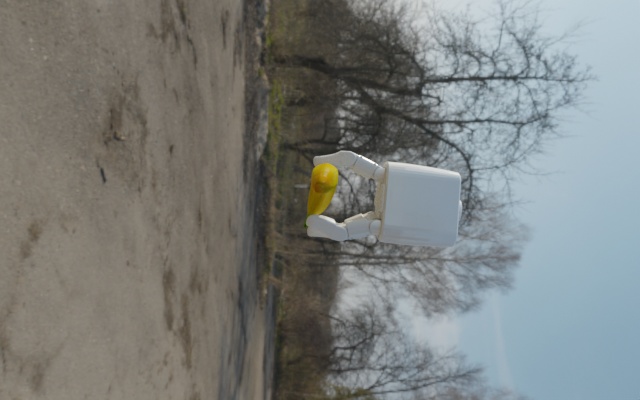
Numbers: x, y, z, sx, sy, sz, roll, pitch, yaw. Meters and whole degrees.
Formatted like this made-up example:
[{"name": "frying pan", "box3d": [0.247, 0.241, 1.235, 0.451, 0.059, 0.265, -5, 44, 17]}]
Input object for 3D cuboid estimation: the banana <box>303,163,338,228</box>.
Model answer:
[{"name": "banana", "box3d": [0.003, -0.014, 0.659, 0.037, 0.069, 0.198, 11, -18, -1]}]
